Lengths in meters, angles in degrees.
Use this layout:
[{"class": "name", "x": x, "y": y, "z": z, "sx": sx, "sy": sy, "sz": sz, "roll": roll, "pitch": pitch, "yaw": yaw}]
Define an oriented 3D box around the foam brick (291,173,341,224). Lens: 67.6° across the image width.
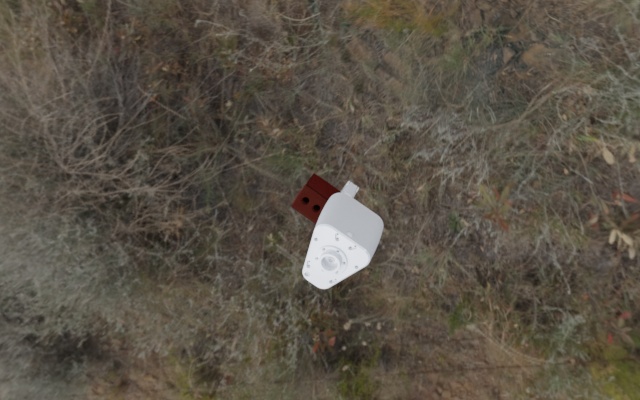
[{"class": "foam brick", "x": 0.000, "y": 0.002, "z": 0.803, "sx": 0.078, "sy": 0.053, "sz": 0.051, "roll": 35, "pitch": 31, "yaw": -1}]
